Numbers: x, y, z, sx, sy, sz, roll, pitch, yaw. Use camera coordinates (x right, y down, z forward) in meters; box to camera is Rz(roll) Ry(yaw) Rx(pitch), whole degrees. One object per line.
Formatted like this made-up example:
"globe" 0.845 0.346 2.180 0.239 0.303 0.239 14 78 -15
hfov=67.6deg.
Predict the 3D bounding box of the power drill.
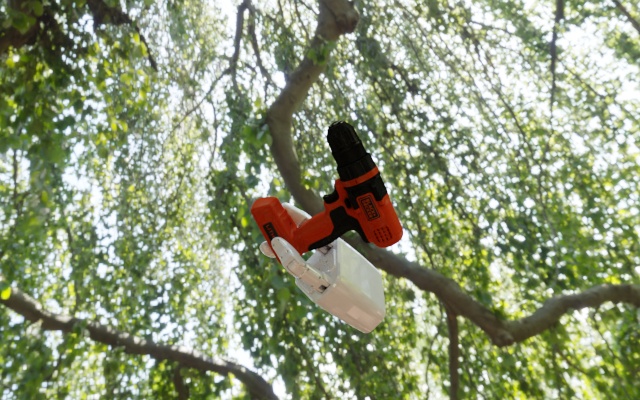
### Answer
"power drill" 0.000 0.003 0.661 0.188 0.184 0.057 -21 13 24
